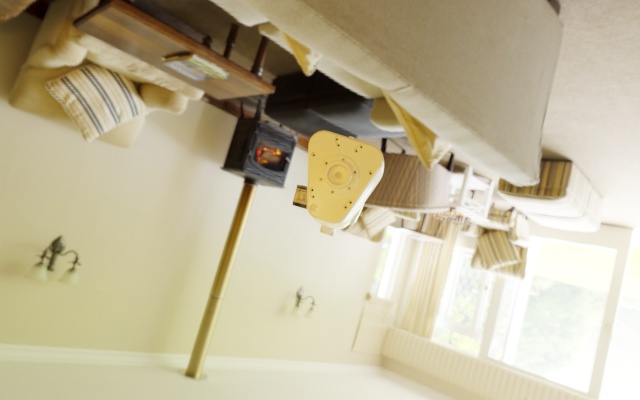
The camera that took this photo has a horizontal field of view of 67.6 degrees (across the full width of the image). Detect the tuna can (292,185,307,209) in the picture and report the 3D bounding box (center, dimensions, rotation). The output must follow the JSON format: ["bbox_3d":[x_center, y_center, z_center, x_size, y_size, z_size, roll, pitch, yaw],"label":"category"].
[{"bbox_3d":[0.000,0.003,0.745,0.086,0.034,0.086,15,-1,0],"label":"tuna can"}]
